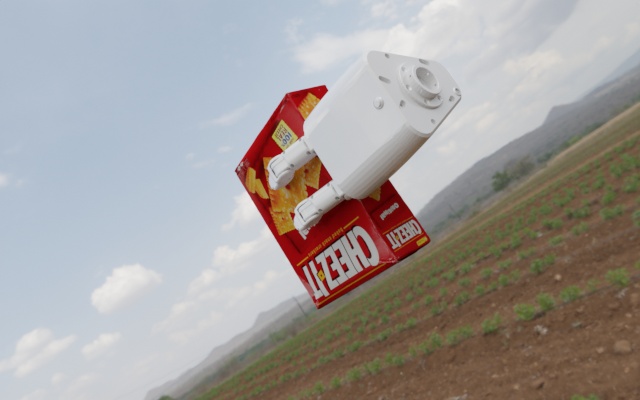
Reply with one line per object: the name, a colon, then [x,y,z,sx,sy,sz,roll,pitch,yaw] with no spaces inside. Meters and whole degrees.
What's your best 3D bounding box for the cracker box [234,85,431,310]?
cracker box: [0.000,0.002,0.562,0.072,0.213,0.164,-23,-13,-41]
